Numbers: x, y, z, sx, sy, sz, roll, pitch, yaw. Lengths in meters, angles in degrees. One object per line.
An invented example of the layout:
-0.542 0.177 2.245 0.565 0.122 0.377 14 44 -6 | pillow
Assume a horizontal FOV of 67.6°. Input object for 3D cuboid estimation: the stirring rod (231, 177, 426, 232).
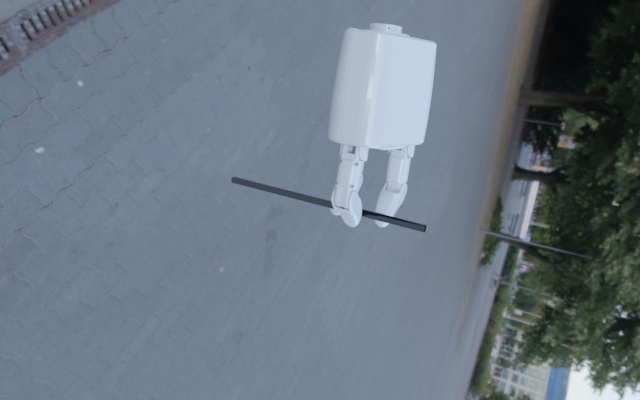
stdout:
0.000 0.002 0.535 0.239 0.011 0.011 14 6 24 | stirring rod
